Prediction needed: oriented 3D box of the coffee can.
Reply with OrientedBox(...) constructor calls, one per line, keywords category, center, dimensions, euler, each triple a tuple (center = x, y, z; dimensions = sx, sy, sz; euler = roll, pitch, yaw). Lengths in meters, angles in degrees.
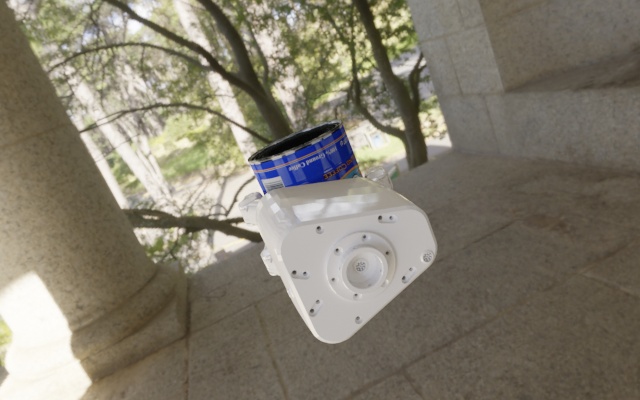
OrientedBox(category="coffee can", center=(0.000, 0.002, 0.492), dimensions=(0.103, 0.140, 0.102), euler=(-21, 16, 6))
